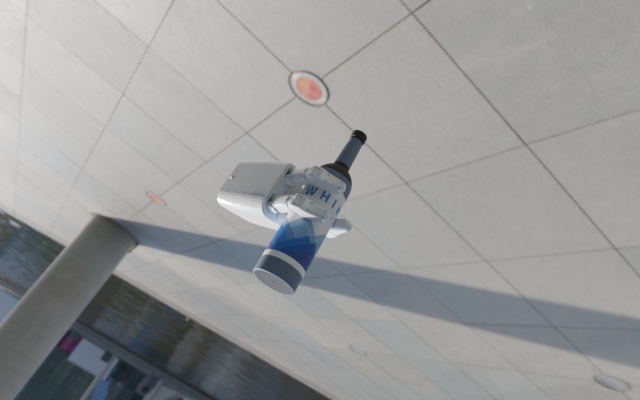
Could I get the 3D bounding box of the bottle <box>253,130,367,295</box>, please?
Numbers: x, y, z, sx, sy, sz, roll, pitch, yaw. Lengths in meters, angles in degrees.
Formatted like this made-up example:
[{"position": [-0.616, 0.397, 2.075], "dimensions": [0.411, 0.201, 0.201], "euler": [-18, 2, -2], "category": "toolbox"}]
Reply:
[{"position": [0.000, 0.003, 0.735], "dimensions": [0.069, 0.295, 0.069], "euler": [23, -28, 14], "category": "bottle"}]
